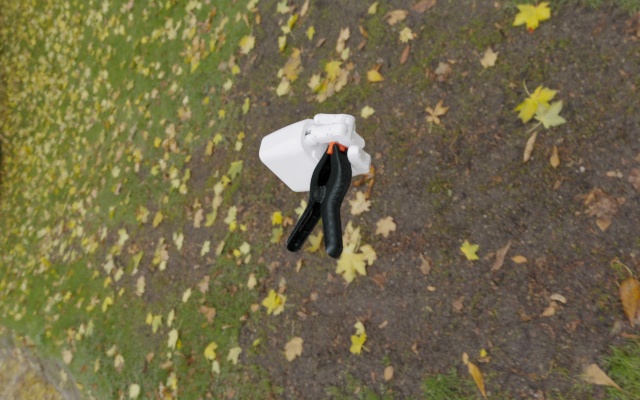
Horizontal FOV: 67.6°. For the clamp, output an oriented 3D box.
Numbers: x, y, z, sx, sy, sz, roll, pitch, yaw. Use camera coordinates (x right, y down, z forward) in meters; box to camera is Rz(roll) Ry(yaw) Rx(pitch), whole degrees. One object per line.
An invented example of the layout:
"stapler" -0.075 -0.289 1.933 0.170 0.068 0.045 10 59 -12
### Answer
"clamp" 0.000 0.002 0.684 0.039 0.171 0.120 27 -24 -37
